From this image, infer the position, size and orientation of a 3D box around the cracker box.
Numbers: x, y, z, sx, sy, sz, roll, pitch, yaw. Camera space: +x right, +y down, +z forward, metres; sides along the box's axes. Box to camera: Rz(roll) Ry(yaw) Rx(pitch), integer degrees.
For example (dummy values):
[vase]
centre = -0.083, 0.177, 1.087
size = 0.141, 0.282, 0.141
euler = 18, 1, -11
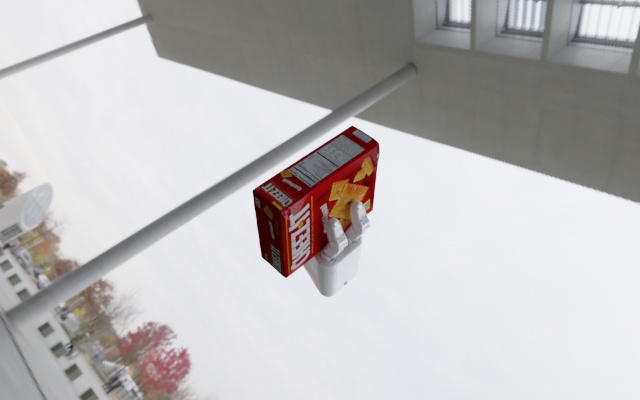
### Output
[cracker box]
centre = 0.000, 0.002, 0.768
size = 0.072, 0.164, 0.213
euler = 36, 56, 29
